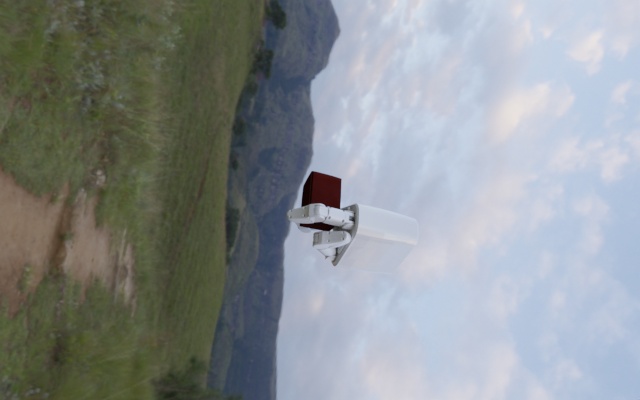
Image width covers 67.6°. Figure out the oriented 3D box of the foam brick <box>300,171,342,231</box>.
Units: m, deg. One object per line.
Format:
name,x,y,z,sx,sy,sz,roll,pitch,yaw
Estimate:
foam brick,0.000,0.002,0.762,0.051,0.078,0.053,11,-27,-14
